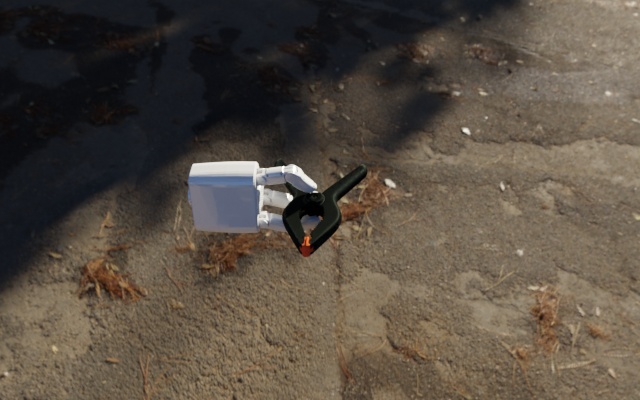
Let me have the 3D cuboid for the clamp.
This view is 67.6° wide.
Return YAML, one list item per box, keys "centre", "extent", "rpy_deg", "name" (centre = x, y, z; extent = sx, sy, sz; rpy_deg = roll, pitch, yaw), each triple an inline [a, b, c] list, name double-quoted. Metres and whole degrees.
- centre: [0.000, 0.002, 0.783]
  extent: [0.164, 0.036, 0.209]
  rpy_deg: [-1, 45, 1]
  name: "clamp"
